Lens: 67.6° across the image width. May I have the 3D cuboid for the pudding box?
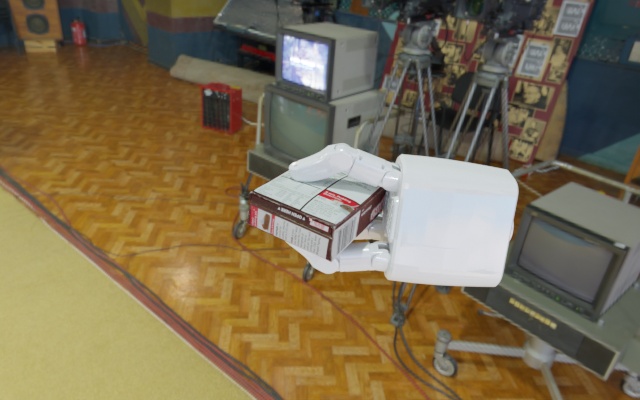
[{"bbox_3d":[0.000,0.001,0.449,0.090,0.039,0.113,21,30,23],"label":"pudding box"}]
